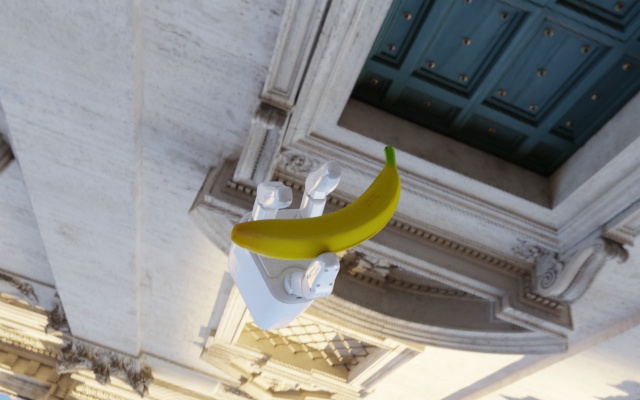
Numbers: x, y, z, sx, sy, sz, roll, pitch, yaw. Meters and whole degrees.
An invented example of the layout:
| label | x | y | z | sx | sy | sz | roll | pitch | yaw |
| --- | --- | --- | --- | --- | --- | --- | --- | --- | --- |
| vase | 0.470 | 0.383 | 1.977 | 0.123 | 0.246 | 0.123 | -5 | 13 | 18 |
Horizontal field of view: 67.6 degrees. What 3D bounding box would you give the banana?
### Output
| label | x | y | z | sx | sy | sz | roll | pitch | yaw |
| --- | --- | --- | --- | --- | --- | --- | --- | --- | --- |
| banana | 0.013 | 0.015 | 0.446 | 0.197 | 0.069 | 0.037 | -28 | -13 | -32 |
